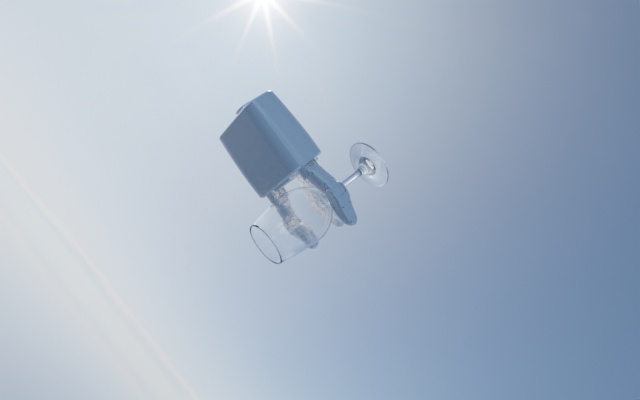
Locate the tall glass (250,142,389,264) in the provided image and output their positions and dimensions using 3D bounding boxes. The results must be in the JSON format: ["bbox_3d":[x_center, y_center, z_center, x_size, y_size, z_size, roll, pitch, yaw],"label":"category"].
[{"bbox_3d":[0.001,0.002,0.649,0.201,0.079,0.079,-38,19,-27],"label":"tall glass"}]
